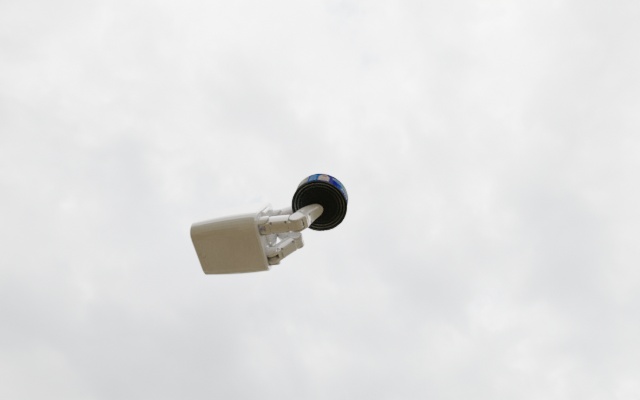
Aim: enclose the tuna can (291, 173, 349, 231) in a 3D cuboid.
[{"bbox_3d":[0.000,0.002,0.735,0.086,0.086,0.033,0,26,9],"label":"tuna can"}]
